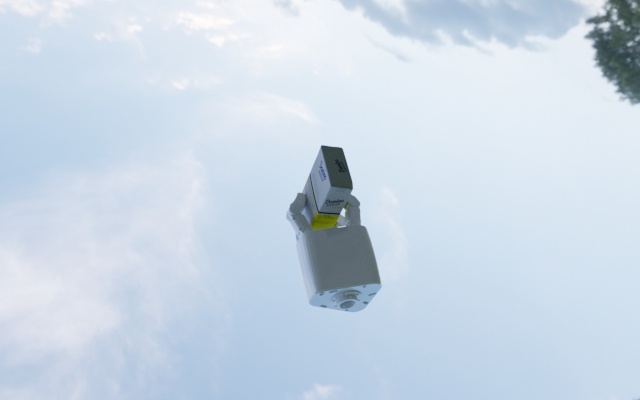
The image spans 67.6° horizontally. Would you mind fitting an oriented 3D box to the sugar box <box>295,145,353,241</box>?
[{"bbox_3d":[0.001,0.003,0.802,0.048,0.093,0.176,6,-42,-22],"label":"sugar box"}]
